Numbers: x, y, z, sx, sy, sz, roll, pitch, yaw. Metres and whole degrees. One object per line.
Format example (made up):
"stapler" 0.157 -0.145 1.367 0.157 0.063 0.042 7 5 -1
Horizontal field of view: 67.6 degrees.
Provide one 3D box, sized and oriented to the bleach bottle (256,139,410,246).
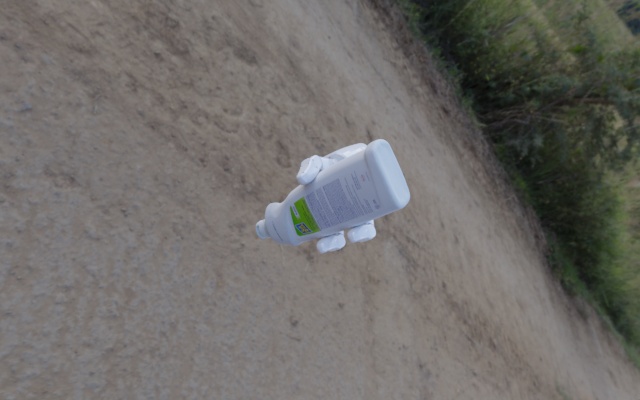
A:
"bleach bottle" 0.000 0.002 0.712 0.251 0.102 0.068 -21 6 31
